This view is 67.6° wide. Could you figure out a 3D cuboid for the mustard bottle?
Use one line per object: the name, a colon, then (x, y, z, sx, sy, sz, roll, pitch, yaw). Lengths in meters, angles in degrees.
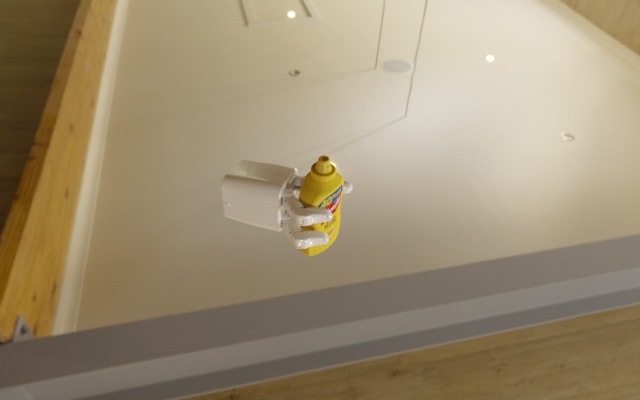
mustard bottle: (0.000, 0.003, 0.819, 0.058, 0.192, 0.096, 31, 50, 26)
